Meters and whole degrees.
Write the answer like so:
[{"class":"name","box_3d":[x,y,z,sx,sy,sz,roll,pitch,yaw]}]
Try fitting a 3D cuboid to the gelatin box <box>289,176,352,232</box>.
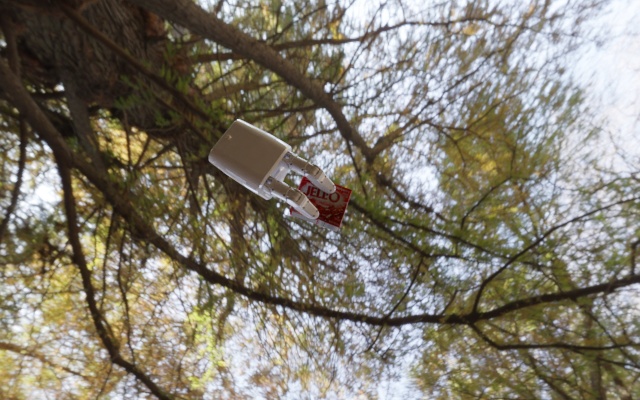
[{"class":"gelatin box","box_3d":[0.000,0.003,0.811,0.089,0.073,0.030,20,-22,-1]}]
